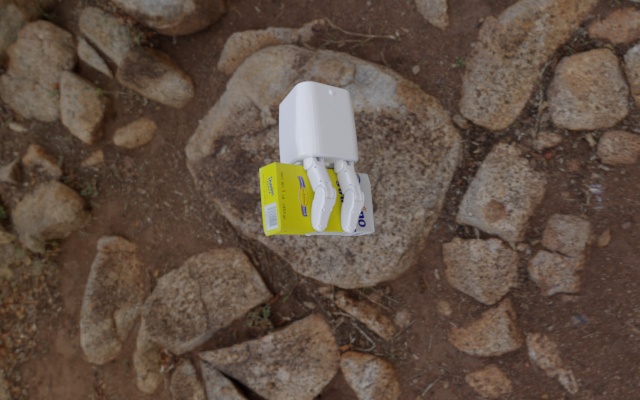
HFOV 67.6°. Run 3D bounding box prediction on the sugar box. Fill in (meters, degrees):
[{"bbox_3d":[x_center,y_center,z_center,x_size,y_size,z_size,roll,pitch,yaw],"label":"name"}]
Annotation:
[{"bbox_3d":[0.000,0.002,0.676,0.176,0.093,0.048,2,-12,-38],"label":"sugar box"}]
